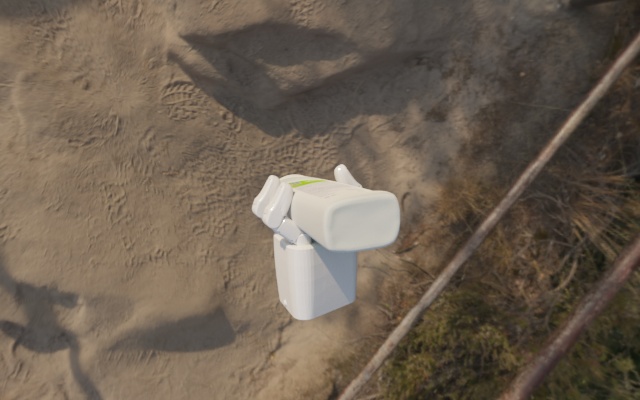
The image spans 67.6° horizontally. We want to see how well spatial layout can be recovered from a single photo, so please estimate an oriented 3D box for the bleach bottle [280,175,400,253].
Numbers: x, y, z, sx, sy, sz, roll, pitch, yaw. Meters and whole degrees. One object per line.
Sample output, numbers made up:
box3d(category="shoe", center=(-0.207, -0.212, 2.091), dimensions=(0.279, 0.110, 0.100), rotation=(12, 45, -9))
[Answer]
box3d(category="bleach bottle", center=(0.000, 0.002, 0.649), dimensions=(0.102, 0.068, 0.250), rotation=(-7, 14, -21))
